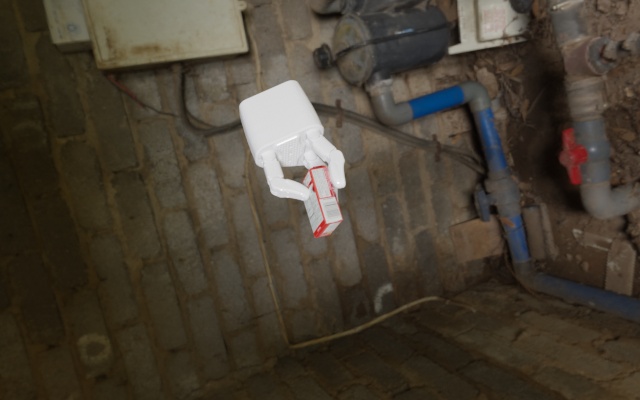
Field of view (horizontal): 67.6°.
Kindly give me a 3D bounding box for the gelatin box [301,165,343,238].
[{"bbox_3d":[0.000,0.003,0.710,0.030,0.089,0.073,-11,-17,-18],"label":"gelatin box"}]
